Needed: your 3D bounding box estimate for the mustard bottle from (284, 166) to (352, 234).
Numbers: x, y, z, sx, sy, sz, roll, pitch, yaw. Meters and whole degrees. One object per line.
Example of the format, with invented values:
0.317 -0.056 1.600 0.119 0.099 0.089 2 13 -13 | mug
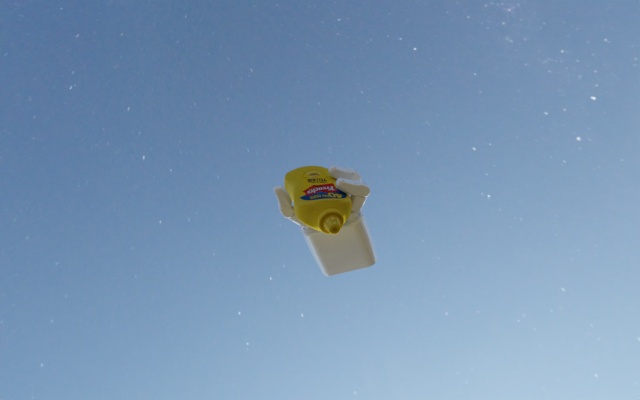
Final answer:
0.000 0.002 0.806 0.096 0.058 0.191 -2 27 -14 | mustard bottle
